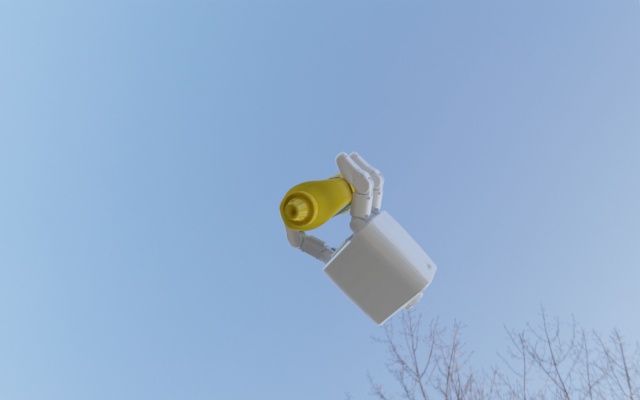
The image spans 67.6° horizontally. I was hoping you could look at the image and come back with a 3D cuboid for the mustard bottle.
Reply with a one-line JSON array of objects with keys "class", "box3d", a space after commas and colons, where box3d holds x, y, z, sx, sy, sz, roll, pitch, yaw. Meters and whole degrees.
[{"class": "mustard bottle", "box3d": [0.000, 0.002, 0.620, 0.096, 0.058, 0.191, -23, -1, 21]}]
